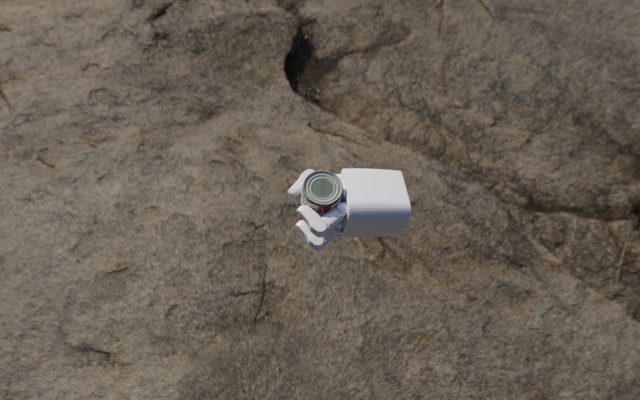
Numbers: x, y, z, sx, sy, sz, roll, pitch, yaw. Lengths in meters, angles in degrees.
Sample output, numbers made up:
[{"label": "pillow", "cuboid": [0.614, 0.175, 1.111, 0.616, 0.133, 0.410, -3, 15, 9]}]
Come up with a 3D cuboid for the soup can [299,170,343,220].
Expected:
[{"label": "soup can", "cuboid": [0.000, 0.002, 0.808, 0.068, 0.068, 0.102, 0, -28, -5]}]
